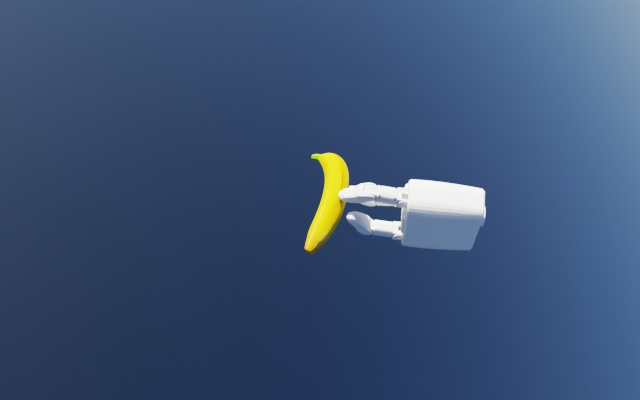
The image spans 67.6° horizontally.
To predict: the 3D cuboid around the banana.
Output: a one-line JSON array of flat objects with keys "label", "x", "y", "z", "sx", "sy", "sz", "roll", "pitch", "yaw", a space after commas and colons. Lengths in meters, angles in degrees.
[{"label": "banana", "x": 0.013, "y": -0.008, "z": 0.746, "sx": 0.037, "sy": 0.197, "sz": 0.070, "roll": 33, "pitch": -46, "yaw": -30}]
